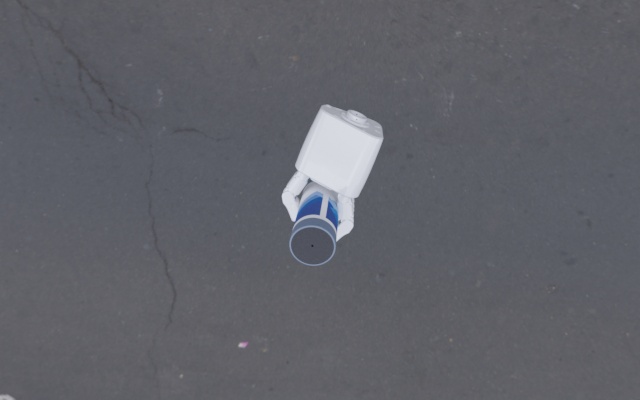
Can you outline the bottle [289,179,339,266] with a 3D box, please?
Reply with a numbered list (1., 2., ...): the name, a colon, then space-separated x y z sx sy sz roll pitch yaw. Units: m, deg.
1. bottle: 0.000 0.003 0.810 0.069 0.069 0.295 0 25 5
